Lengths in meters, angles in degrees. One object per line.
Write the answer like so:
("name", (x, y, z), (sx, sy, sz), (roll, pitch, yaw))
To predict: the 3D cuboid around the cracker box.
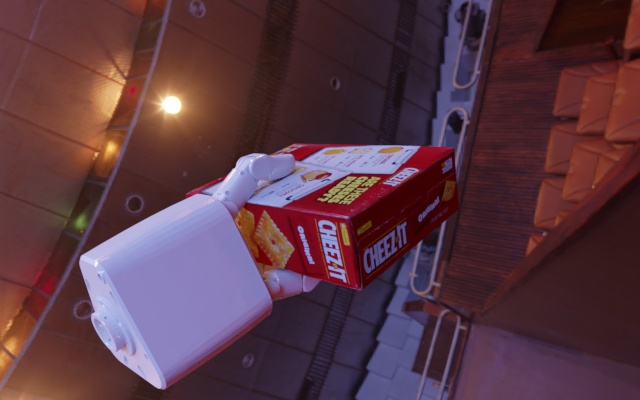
("cracker box", (0.000, 0.001, 0.468), (0.213, 0.072, 0.164), (8, 28, 42))
